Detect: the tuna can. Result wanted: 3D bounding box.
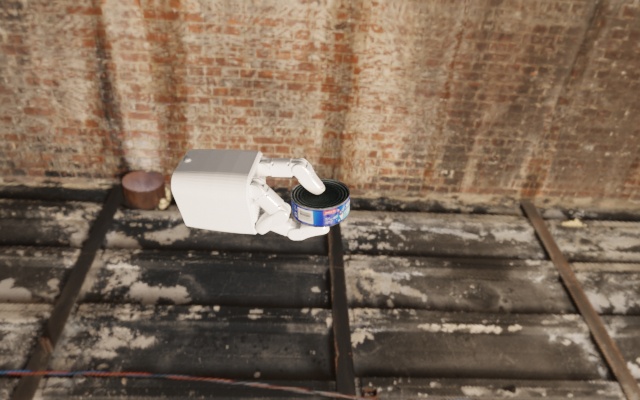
[{"bbox_3d":[0.000,0.003,0.695,0.086,0.034,0.086,-1,32,1],"label":"tuna can"}]
